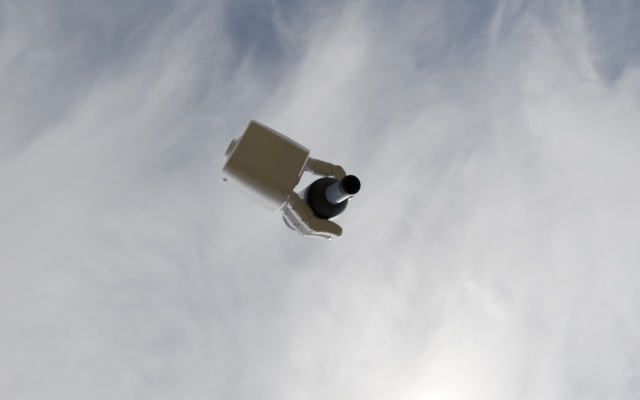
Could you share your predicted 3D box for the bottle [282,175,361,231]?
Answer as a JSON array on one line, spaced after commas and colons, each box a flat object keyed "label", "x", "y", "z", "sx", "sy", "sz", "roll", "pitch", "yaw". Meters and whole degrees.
[{"label": "bottle", "x": 0.000, "y": 0.003, "z": 0.771, "sx": 0.069, "sy": 0.069, "sz": 0.296, "roll": 0, "pitch": -9, "yaw": -16}]
